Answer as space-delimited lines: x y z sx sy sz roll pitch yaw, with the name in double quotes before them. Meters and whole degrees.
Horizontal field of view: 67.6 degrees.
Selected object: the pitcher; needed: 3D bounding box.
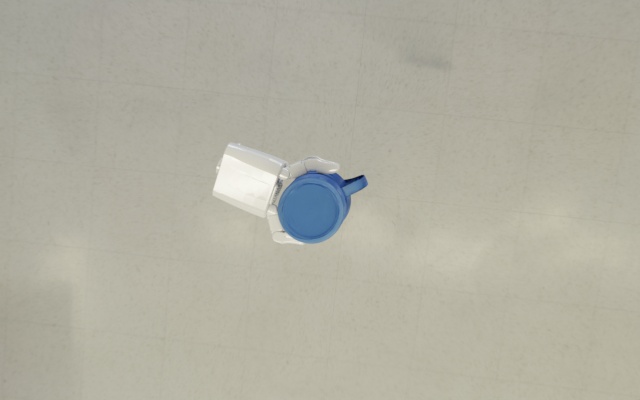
"pitcher" 0.000 0.003 0.875 0.145 0.149 0.243 21 5 1
